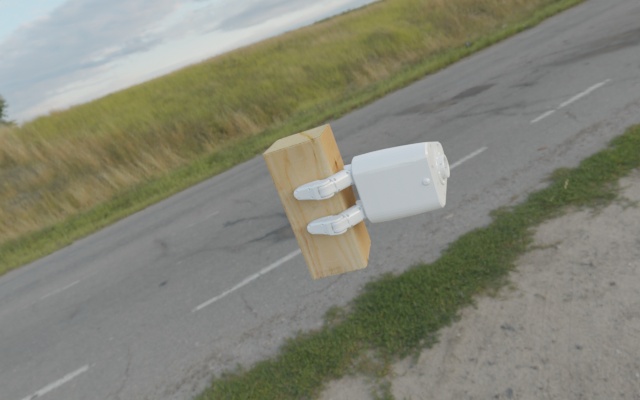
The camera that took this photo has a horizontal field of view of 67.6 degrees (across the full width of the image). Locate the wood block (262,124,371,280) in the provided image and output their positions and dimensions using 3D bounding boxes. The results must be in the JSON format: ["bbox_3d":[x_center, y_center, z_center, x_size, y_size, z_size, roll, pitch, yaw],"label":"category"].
[{"bbox_3d":[0.000,0.002,0.722,0.090,0.206,0.090,-16,17,16],"label":"wood block"}]
